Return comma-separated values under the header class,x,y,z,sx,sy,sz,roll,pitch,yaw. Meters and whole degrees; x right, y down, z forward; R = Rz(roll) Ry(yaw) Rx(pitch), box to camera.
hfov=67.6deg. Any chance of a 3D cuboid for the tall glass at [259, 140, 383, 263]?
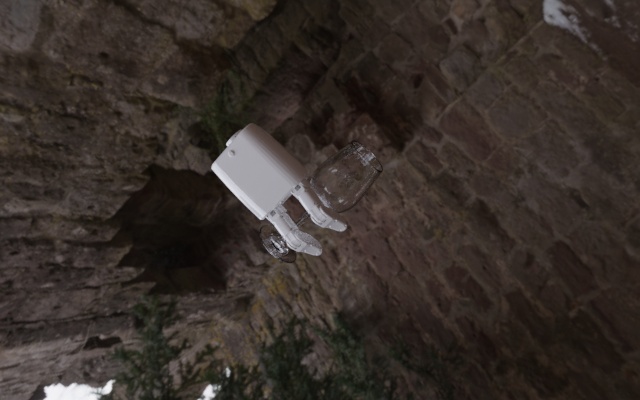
class,x,y,z,sx,sy,sz,roll,pitch,yaw
tall glass,0.000,0.003,0.706,0.201,0.079,0.079,-44,-19,20
